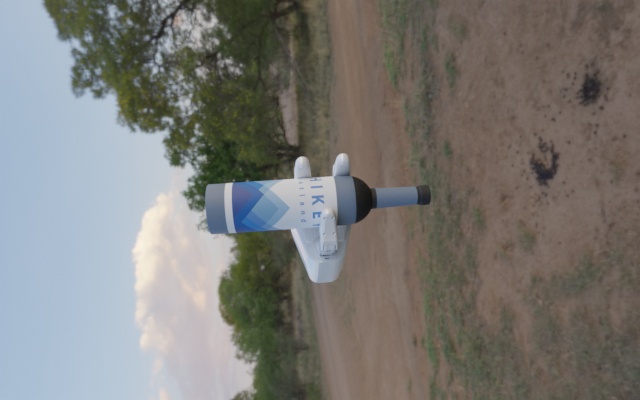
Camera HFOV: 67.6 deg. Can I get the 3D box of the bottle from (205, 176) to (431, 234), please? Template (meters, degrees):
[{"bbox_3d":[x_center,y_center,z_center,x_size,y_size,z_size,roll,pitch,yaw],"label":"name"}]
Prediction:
[{"bbox_3d":[0.000,0.002,0.641,0.296,0.069,0.069,-4,0,-4],"label":"bottle"}]
